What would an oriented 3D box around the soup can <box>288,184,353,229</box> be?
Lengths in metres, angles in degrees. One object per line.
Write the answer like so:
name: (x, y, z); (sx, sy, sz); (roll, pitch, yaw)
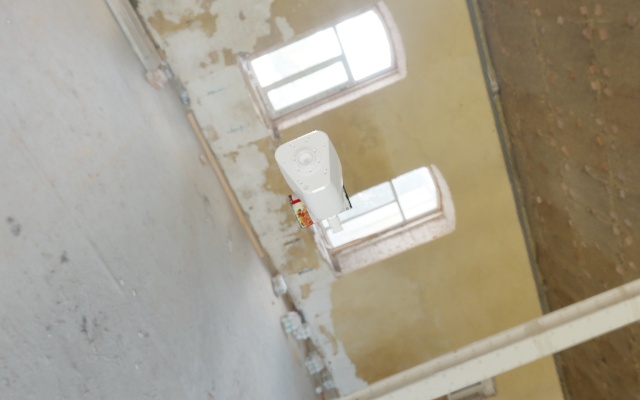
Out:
soup can: (0.001, 0.003, 0.874); (0.102, 0.068, 0.068); (-22, -1, 3)
